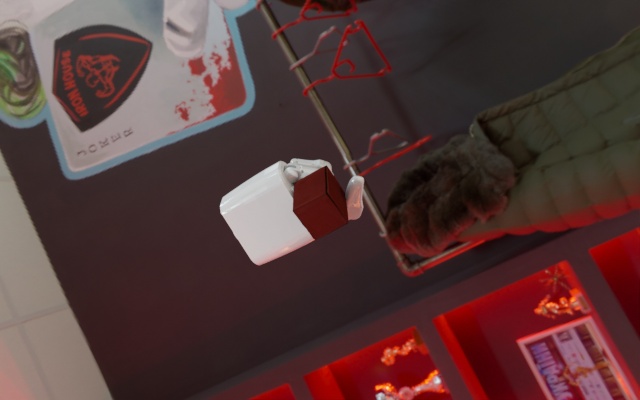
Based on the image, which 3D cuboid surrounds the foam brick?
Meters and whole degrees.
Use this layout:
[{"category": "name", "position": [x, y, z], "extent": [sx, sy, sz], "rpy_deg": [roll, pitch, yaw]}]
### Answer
[{"category": "foam brick", "position": [0.000, 0.002, 0.613], "extent": [0.051, 0.053, 0.078], "rpy_deg": [-28, 26, 14]}]
